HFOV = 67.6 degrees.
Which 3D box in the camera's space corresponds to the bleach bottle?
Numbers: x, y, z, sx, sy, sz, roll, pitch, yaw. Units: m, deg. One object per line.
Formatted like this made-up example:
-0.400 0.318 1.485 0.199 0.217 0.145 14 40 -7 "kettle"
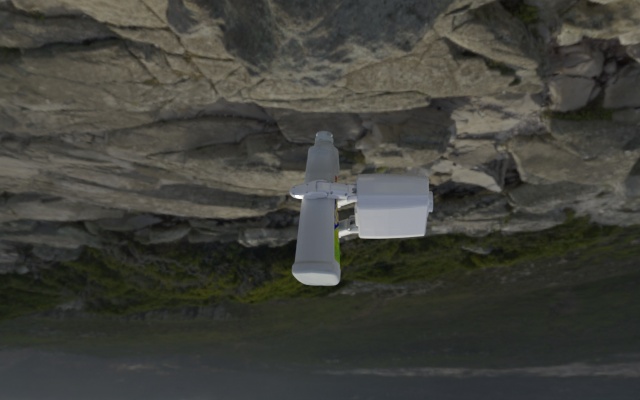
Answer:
0.000 0.003 0.761 0.068 0.250 0.103 -1 -21 8 "bleach bottle"
